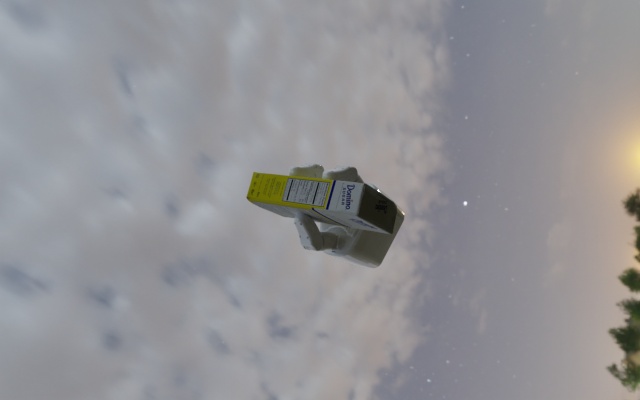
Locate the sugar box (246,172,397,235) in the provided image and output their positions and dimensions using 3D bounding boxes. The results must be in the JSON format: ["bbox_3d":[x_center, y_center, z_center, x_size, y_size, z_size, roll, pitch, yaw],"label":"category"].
[{"bbox_3d":[0.000,0.001,0.611,0.176,0.048,0.093,5,-14,35],"label":"sugar box"}]
